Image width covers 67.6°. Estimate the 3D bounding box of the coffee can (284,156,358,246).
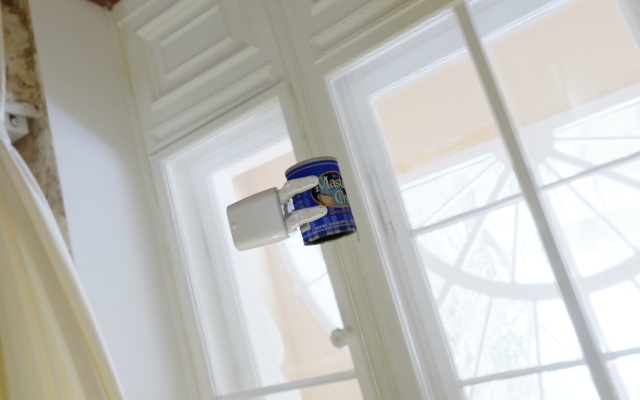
[{"bbox_3d":[0.000,0.003,0.877,0.103,0.140,0.103,-15,-12,-3],"label":"coffee can"}]
